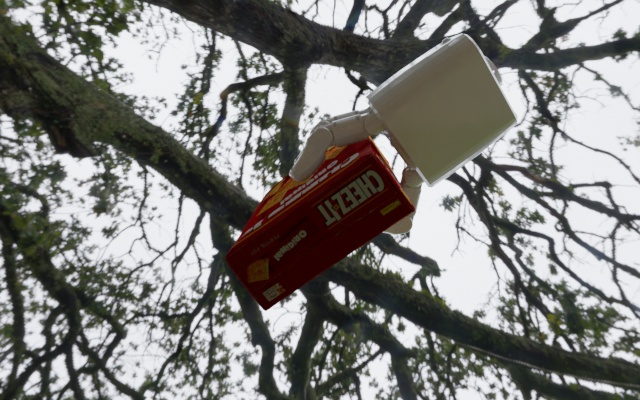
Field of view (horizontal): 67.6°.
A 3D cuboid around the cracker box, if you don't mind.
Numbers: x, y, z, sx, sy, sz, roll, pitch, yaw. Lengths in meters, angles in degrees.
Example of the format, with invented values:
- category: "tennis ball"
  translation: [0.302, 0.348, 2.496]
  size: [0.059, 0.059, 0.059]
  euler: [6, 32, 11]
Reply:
- category: "cracker box"
  translation: [0.000, 0.002, 0.508]
  size: [0.164, 0.072, 0.213]
  euler: [-36, 10, 11]
